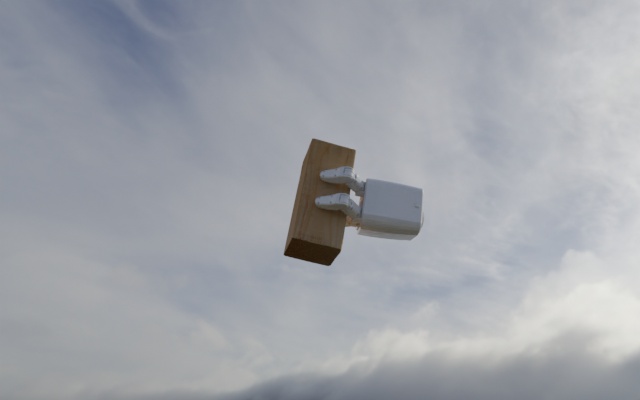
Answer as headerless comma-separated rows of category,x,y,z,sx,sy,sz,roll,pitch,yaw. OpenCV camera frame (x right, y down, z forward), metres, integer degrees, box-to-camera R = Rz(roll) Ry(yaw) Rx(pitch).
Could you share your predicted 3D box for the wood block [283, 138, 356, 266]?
wood block,0.000,0.003,0.880,0.090,0.206,0.091,14,-29,-7
